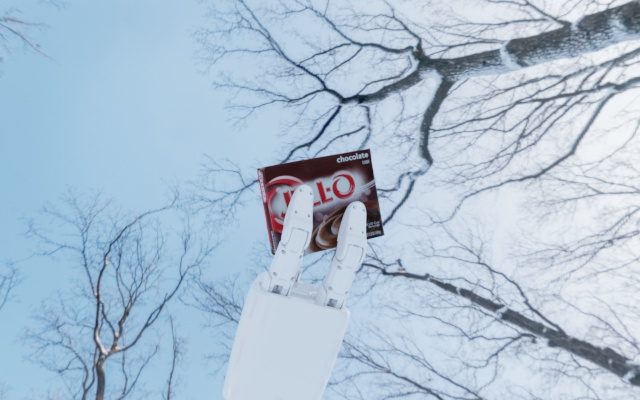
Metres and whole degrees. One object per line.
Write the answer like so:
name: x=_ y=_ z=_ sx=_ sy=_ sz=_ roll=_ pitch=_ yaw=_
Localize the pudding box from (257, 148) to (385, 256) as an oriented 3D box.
pudding box: x=0.000 y=0.002 z=0.474 sx=0.113 sy=0.090 sz=0.039 roll=-12 pitch=7 yaw=-17
